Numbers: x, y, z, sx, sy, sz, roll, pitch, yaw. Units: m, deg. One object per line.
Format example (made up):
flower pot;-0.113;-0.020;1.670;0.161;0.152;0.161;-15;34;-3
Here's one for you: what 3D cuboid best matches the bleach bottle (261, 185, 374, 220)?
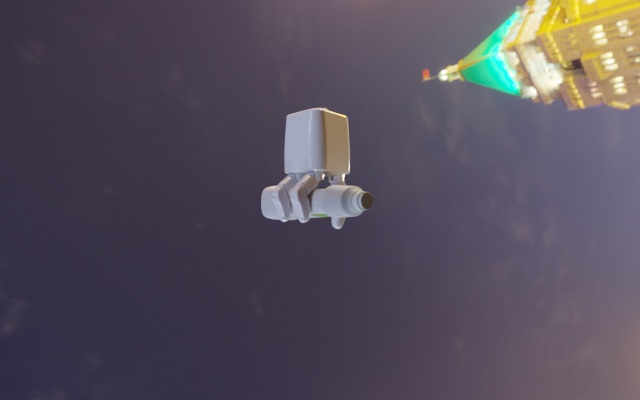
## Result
bleach bottle;0.000;0.003;0.851;0.102;0.068;0.251;1;-1;-40
